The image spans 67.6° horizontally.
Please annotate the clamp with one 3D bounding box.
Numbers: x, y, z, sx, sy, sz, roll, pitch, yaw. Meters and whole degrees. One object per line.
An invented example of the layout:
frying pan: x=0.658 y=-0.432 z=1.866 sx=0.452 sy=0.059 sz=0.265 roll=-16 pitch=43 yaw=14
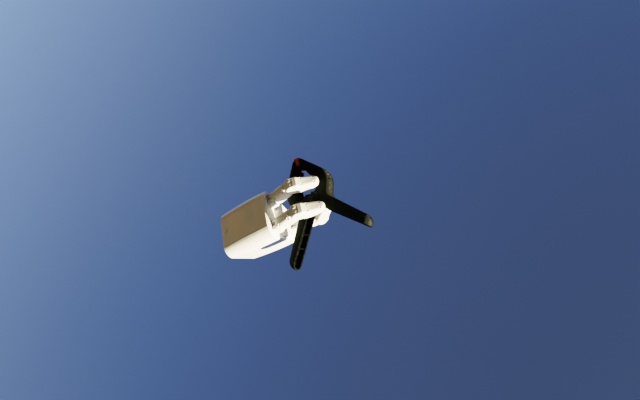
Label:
clamp: x=0.000 y=0.003 z=0.854 sx=0.164 sy=0.209 sz=0.036 roll=-25 pitch=-33 yaw=18
